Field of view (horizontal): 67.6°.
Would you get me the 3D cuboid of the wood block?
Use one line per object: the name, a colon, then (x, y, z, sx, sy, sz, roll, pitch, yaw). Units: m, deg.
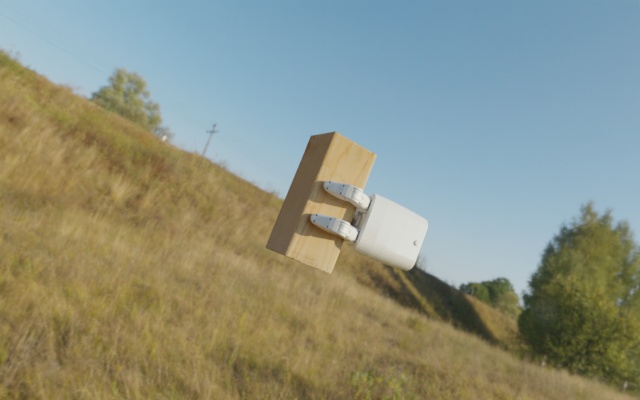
wood block: (0.000, 0.003, 0.782, 0.090, 0.206, 0.091, 25, -9, -25)
